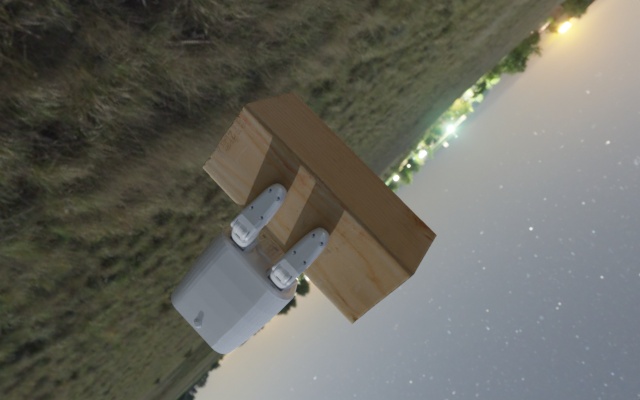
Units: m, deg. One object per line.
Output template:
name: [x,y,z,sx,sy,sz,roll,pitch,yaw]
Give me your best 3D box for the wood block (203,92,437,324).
wood block: [0.000,0.002,0.467,0.090,0.206,0.090,-47,-6,31]
